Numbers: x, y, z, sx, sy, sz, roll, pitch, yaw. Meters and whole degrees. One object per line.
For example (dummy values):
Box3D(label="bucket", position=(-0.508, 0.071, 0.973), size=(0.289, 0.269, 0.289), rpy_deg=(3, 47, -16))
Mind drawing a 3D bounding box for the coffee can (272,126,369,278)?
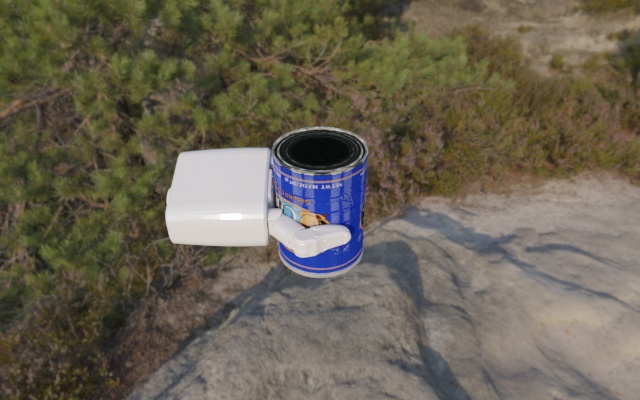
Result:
Box3D(label="coffee can", position=(0.000, 0.002, 0.541), size=(0.103, 0.140, 0.102), rpy_deg=(0, 35, 0))
